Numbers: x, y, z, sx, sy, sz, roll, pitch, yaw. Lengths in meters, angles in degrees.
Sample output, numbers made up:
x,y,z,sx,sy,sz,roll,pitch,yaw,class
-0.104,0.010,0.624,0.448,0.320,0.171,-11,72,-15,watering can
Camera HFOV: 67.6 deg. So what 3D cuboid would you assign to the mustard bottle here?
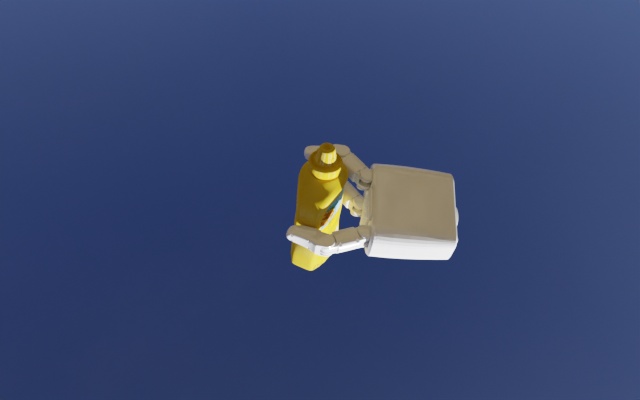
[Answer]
x,y,z,sx,sy,sz,roll,pitch,yaw,class
0.000,0.002,0.615,0.058,0.096,0.192,23,-39,12,mustard bottle
